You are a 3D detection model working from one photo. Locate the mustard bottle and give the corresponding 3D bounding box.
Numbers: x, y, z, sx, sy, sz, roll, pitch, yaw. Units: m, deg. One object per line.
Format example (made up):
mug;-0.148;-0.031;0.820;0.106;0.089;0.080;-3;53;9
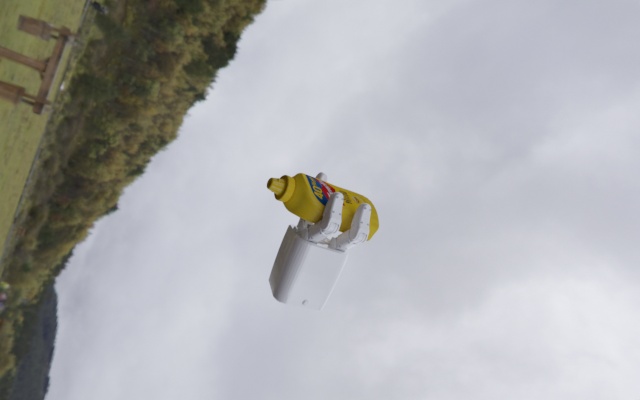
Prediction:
mustard bottle;0.000;0.002;0.757;0.192;0.058;0.096;20;30;-32
